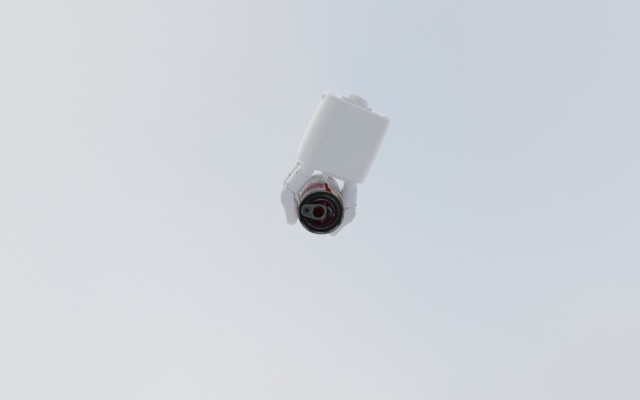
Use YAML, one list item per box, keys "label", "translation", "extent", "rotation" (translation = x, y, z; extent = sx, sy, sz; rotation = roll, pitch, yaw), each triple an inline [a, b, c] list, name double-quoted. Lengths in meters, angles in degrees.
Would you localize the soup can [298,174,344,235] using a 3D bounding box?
- label: "soup can"
  translation: [0.000, 0.003, 0.736]
  extent: [0.068, 0.068, 0.102]
  rotation: [0, 18, -1]
